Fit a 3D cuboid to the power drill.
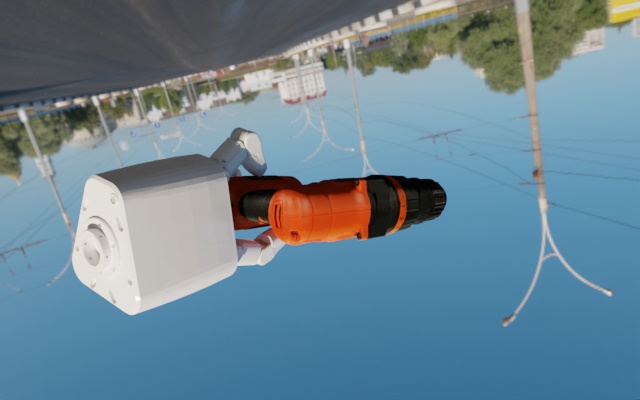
[{"bbox_3d":[0.000,0.002,0.456,0.184,0.057,0.187,-3,2,-38],"label":"power drill"}]
